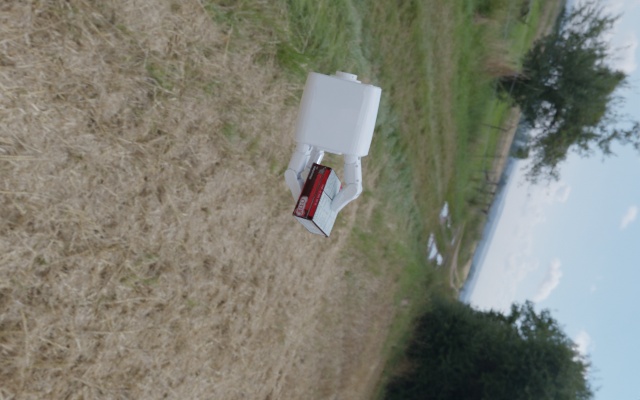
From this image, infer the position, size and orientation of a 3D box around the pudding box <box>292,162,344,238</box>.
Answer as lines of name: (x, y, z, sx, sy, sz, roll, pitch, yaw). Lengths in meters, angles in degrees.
pudding box: (0.000, 0.002, 0.764, 0.039, 0.090, 0.113, 18, -13, 21)
